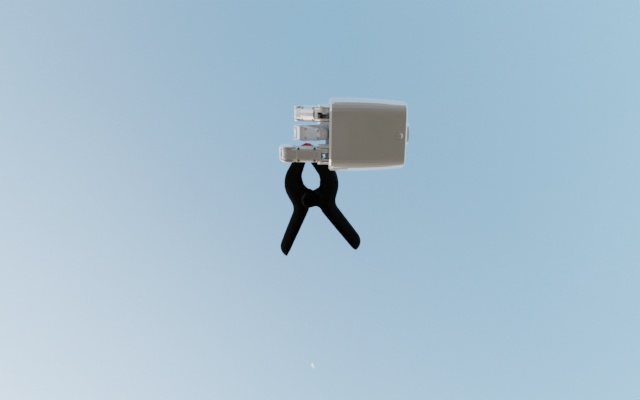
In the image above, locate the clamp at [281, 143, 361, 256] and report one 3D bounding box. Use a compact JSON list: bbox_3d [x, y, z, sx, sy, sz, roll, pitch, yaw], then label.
[{"bbox_3d":[0.000,0.002,0.702,0.120,0.171,0.039,1,16,2],"label":"clamp"}]
